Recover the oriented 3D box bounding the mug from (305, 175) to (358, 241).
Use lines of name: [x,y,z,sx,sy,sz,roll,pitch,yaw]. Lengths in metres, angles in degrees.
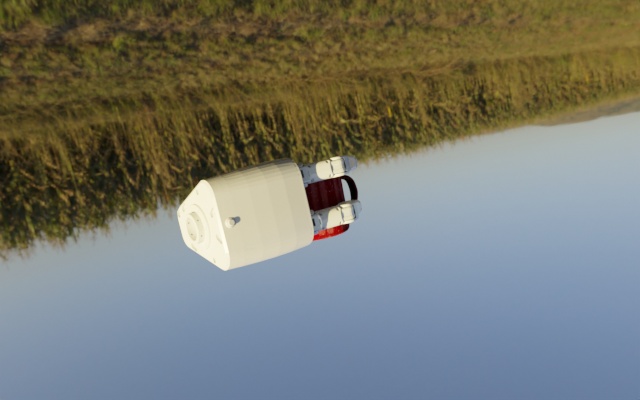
mug: [0.001,0.002,0.614,0.117,0.081,0.093,-15,7,-35]
